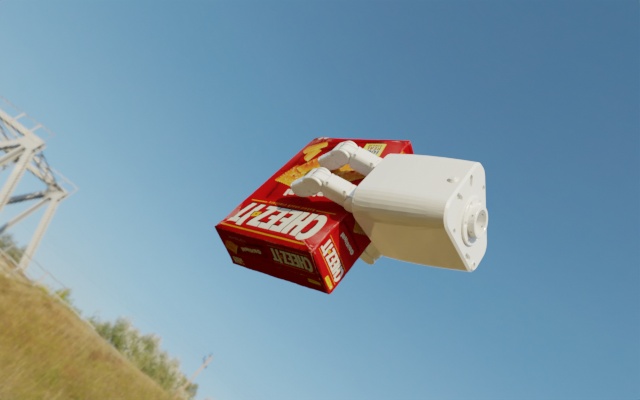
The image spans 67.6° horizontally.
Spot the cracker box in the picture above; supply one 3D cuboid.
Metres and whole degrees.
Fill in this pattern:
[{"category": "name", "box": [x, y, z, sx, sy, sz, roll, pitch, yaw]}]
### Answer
[{"category": "cracker box", "box": [0.000, 0.002, 0.598, 0.164, 0.072, 0.213, 9, 42, 40]}]
